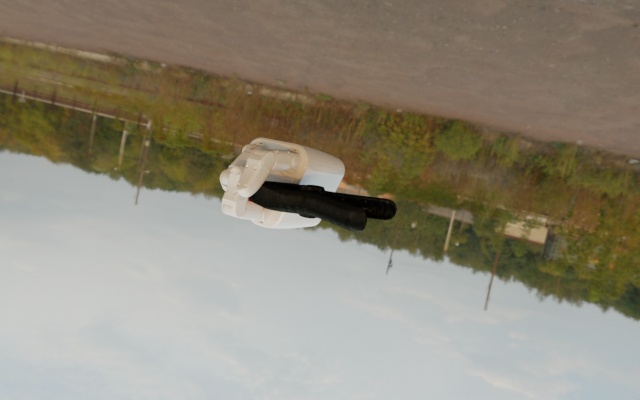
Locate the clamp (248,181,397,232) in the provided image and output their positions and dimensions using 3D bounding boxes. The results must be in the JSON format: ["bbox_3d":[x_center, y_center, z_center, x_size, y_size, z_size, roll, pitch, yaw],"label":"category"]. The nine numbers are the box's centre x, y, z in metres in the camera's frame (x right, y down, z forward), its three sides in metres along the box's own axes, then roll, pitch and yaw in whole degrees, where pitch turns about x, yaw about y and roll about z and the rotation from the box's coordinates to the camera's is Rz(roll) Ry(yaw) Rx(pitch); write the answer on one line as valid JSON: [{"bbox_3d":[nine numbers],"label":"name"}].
[{"bbox_3d":[0.000,0.002,0.540,0.171,0.039,0.120,15,5,31],"label":"clamp"}]
